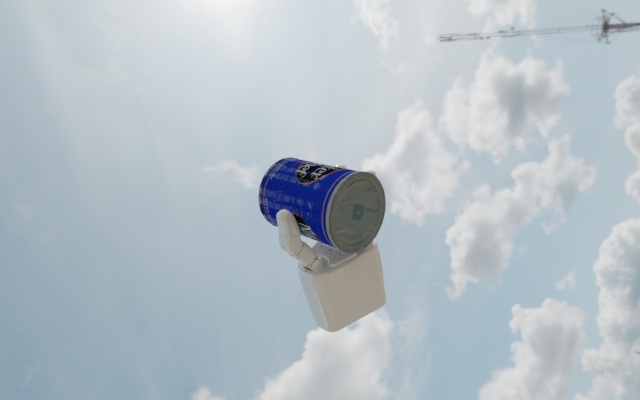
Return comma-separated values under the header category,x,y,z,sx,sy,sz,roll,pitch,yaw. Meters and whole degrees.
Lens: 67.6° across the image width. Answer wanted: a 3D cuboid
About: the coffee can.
category,x,y,z,sx,sy,sz,roll,pitch,yaw
coffee can,0.000,0.002,0.633,0.103,0.103,0.140,0,11,-44
